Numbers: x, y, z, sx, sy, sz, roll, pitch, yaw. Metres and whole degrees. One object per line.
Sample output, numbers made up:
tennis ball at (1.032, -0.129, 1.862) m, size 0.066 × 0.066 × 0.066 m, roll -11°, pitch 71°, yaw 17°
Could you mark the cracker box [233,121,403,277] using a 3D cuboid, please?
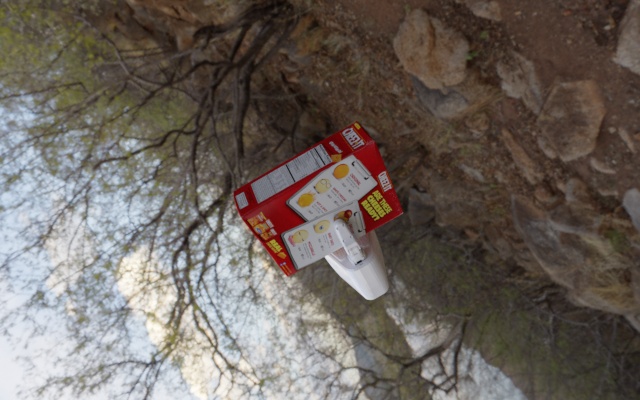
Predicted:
cracker box at (0.000, 0.003, 0.725) m, size 0.213 × 0.164 × 0.072 m, roll -30°, pitch 44°, yaw 0°
